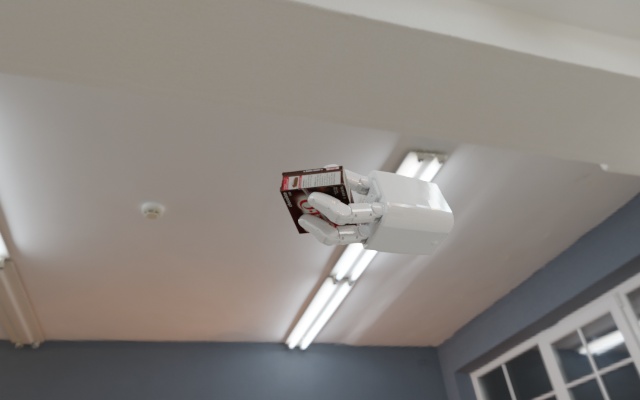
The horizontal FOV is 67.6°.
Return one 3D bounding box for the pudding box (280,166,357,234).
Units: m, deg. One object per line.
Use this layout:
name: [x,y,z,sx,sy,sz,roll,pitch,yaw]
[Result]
pudding box: [0.000,0.002,0.682,0.090,0.039,0.114,-7,-39,10]
